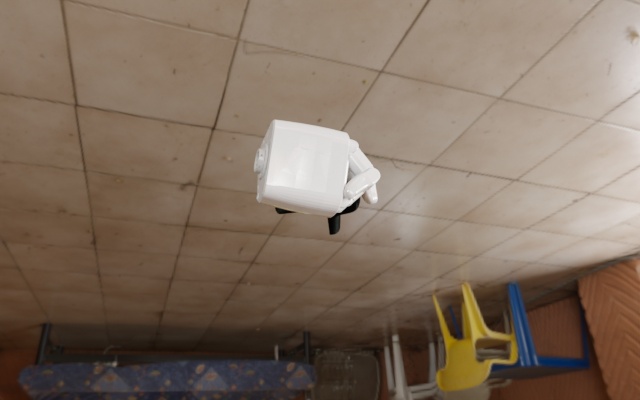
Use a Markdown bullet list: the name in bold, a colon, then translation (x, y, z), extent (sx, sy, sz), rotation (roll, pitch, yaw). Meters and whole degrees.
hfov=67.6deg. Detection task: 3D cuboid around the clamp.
- **clamp**: translation (0.000, 0.003, 0.757), extent (0.120, 0.039, 0.171), rotation (13, -30, -15)
